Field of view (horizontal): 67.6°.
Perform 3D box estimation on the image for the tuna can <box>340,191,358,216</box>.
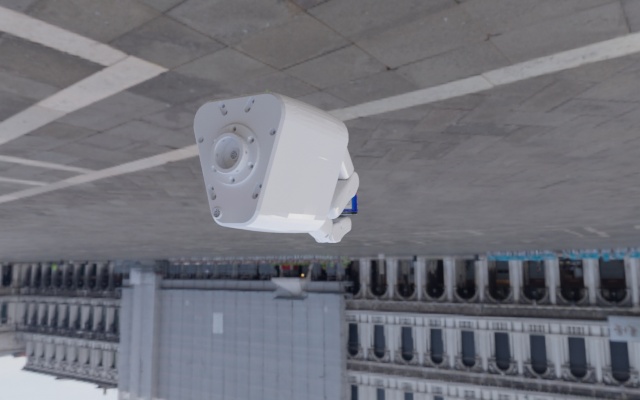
[{"bbox_3d":[0.000,0.002,0.548,0.086,0.034,0.086,-3,-3,0],"label":"tuna can"}]
